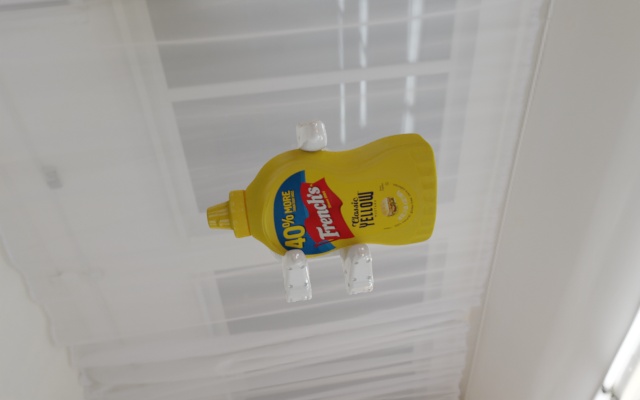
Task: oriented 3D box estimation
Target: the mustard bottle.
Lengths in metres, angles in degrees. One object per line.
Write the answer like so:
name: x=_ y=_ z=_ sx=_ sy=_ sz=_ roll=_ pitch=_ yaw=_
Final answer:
mustard bottle: x=0.000 y=0.001 z=0.410 sx=0.191 sy=0.096 sz=0.058 roll=-8 pitch=28 yaw=-5
